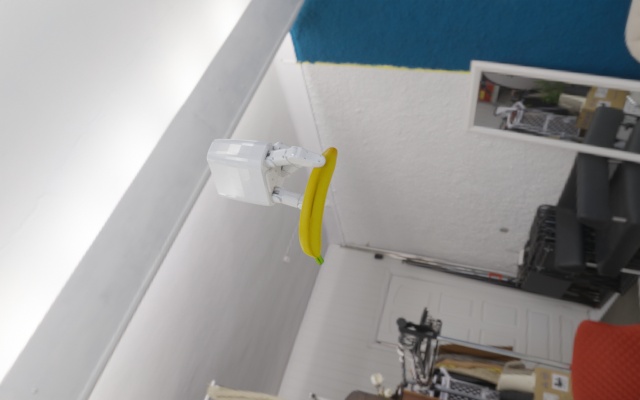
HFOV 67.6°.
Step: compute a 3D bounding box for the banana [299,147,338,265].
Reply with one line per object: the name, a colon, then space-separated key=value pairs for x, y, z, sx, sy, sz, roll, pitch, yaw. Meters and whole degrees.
banana: x=-0.005 y=0.004 z=0.773 sx=0.037 sy=0.198 sz=0.069 roll=8 pitch=-4 yaw=17
